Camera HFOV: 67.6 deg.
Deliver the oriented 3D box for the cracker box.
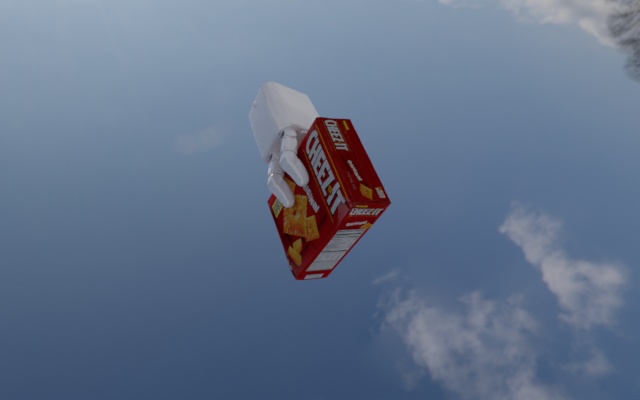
[{"bbox_3d":[0.000,0.003,0.748,0.072,0.164,0.214,-2,-35,-32],"label":"cracker box"}]
